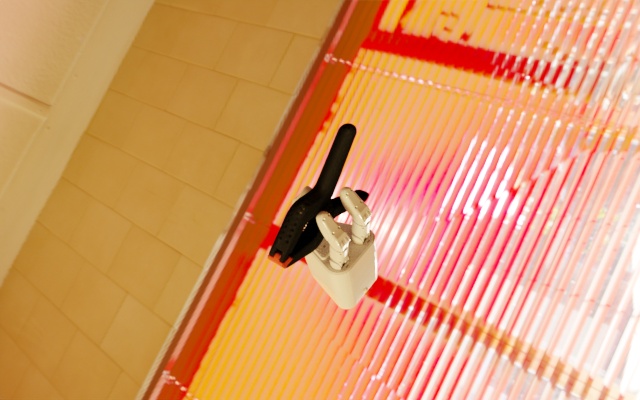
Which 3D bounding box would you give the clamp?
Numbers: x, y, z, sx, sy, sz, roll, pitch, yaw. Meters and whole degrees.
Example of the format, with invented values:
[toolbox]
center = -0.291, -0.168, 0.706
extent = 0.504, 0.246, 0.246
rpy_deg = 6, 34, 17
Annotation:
[clamp]
center = -0.001, 0.002, 0.669
extent = 0.036, 0.165, 0.210
rpy_deg = 25, 56, 30
